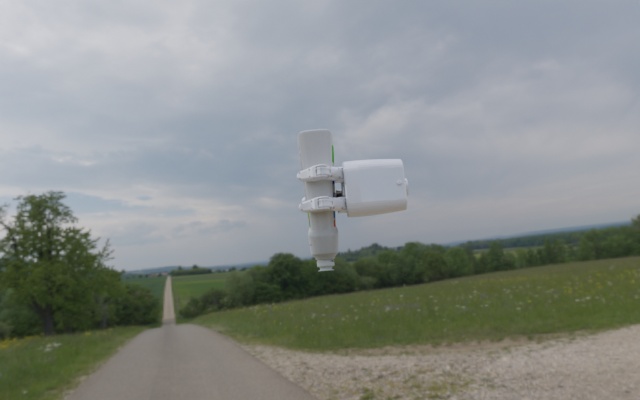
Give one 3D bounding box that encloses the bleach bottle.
[{"bbox_3d":[0.000,0.003,0.875,0.068,0.250,0.102,-5,-9,1],"label":"bleach bottle"}]
